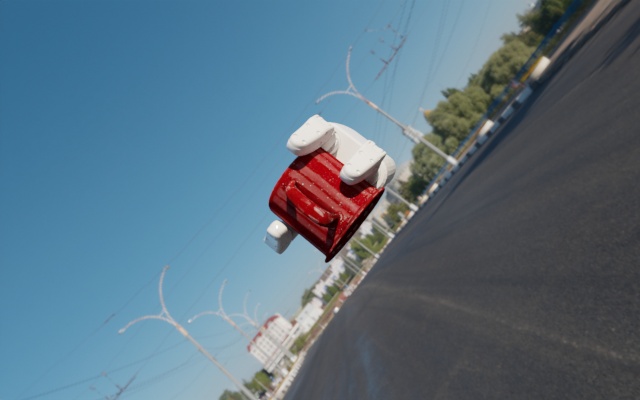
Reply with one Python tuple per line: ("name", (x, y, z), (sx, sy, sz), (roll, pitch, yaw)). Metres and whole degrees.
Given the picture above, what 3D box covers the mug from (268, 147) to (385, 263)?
("mug", (-0.001, 0.002, 0.458), (0.081, 0.093, 0.117), (38, 14, 10))
